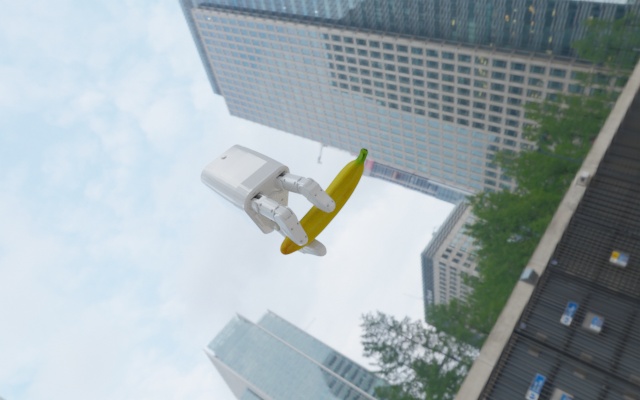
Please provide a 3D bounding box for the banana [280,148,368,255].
[{"bbox_3d":[0.007,0.006,0.727,0.037,0.198,0.070,34,-8,24],"label":"banana"}]
